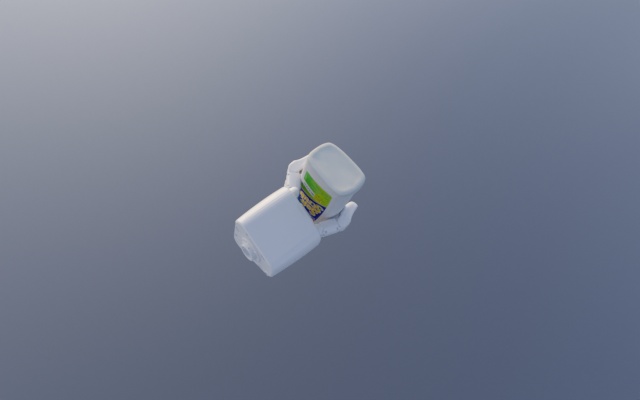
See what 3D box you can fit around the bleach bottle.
[{"bbox_3d":[0.000,0.003,0.877,0.068,0.102,0.251,-35,-15,-26],"label":"bleach bottle"}]
